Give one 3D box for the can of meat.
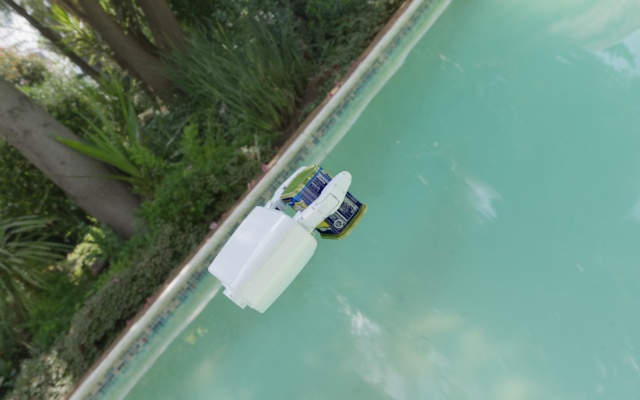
[{"bbox_3d":[0.000,0.002,0.614,0.084,0.057,0.102,42,-13,-11],"label":"can of meat"}]
